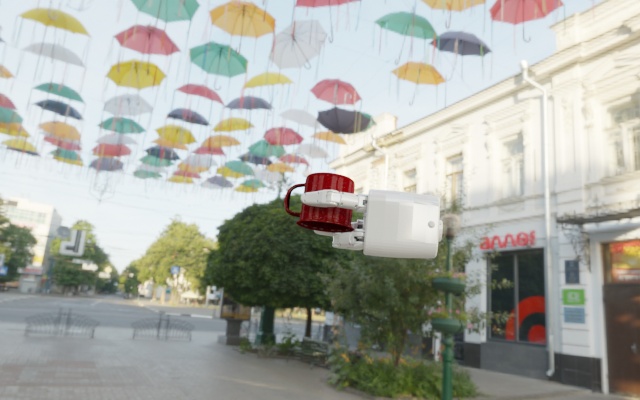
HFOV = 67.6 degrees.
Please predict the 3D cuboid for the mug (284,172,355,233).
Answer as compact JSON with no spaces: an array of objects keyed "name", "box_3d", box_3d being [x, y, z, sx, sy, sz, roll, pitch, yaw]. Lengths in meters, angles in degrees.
[{"name":"mug","box_3d":[-0.001,0.002,0.773,0.117,0.081,0.093,6,-13,6]}]
